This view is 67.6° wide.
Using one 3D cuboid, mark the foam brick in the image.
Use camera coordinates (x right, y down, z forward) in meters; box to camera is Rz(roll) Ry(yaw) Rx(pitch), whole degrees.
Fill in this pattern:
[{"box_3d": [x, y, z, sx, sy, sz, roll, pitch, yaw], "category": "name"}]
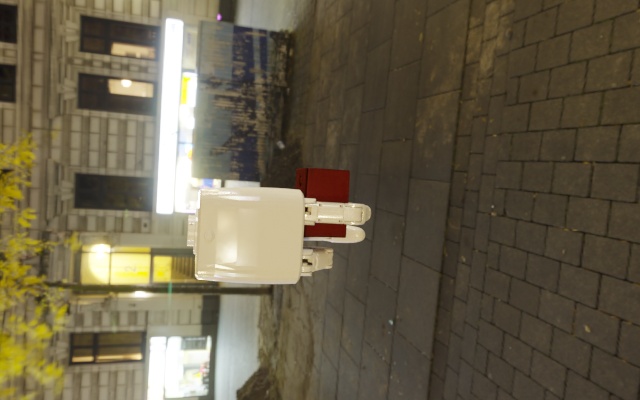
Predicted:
[{"box_3d": [0.000, 0.001, 0.544, 0.051, 0.078, 0.053, 3, 1, -14], "category": "foam brick"}]
